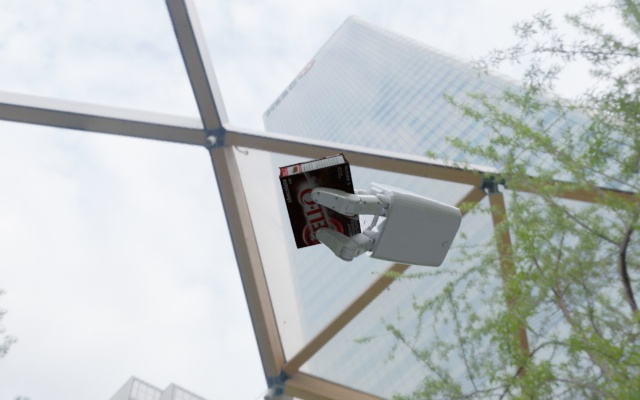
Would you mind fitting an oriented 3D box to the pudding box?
[{"bbox_3d":[0.000,0.002,0.625,0.090,0.113,0.039,-13,27,-1],"label":"pudding box"}]
